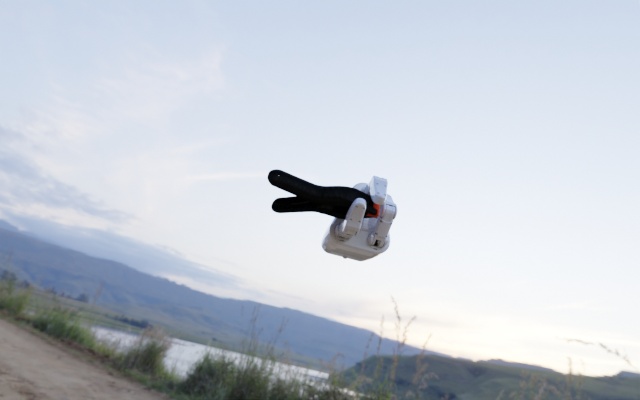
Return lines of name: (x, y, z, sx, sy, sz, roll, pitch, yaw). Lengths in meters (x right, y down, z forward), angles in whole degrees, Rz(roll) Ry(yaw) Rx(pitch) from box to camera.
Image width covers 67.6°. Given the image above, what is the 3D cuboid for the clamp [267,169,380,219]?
clamp: (0.000, 0.002, 0.717, 0.171, 0.039, 0.120, 15, -18, -6)
